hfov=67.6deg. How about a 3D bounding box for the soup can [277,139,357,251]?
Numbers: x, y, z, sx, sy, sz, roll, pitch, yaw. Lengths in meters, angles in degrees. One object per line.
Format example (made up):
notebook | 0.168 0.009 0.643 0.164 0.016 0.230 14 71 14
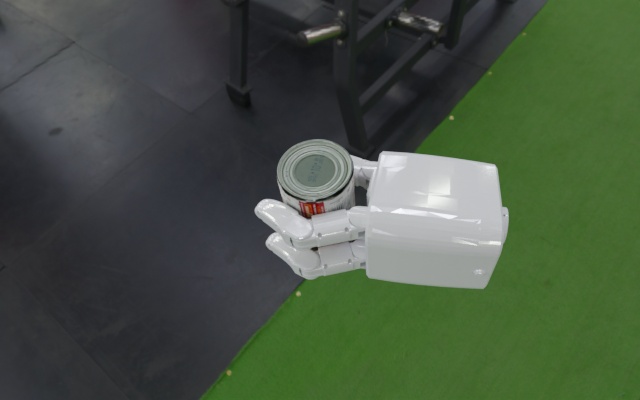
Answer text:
soup can | 0.000 0.001 0.443 0.068 0.068 0.102 0 -35 7
